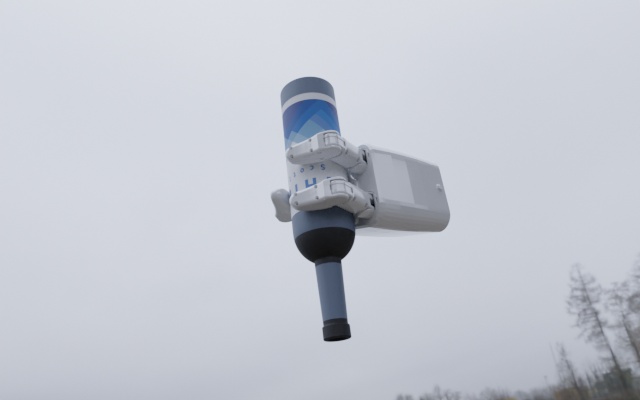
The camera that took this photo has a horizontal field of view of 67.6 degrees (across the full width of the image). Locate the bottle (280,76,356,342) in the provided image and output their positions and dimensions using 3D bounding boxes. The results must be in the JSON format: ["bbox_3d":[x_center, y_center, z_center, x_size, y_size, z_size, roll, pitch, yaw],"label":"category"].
[{"bbox_3d":[0.000,0.001,0.522,0.069,0.295,0.069,-6,-25,-3],"label":"bottle"}]
